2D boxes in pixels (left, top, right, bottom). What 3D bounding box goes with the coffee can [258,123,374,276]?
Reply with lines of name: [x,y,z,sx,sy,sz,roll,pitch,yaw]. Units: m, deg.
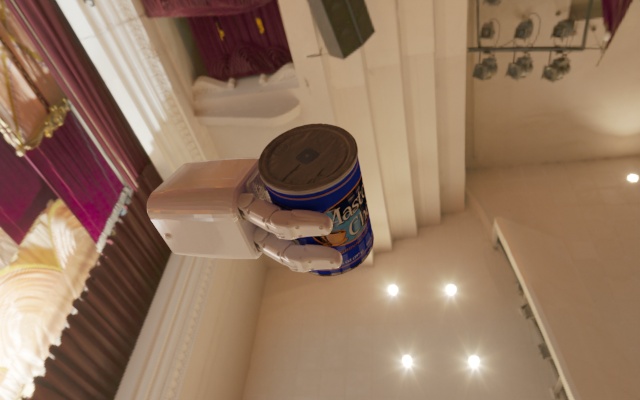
coffee can: [0.000,0.002,0.528,0.103,0.102,0.140,0,-44,16]
